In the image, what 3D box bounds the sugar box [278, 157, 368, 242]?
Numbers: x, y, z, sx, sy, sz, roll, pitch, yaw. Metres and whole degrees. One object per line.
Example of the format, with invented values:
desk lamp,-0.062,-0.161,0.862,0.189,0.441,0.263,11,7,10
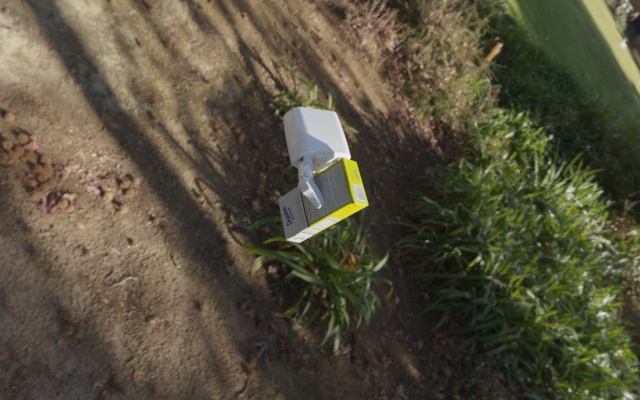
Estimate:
sugar box,0.001,0.003,0.895,0.048,0.093,0.176,13,-35,-44
